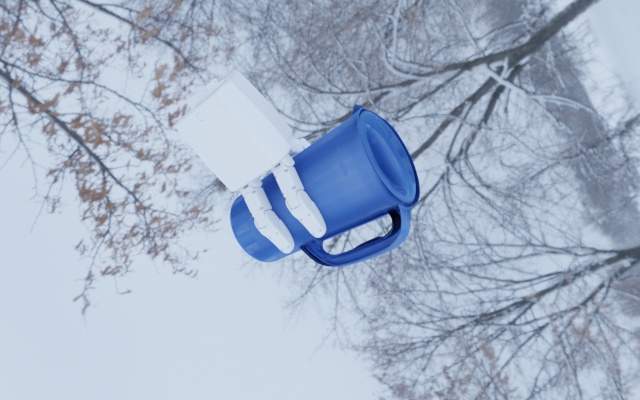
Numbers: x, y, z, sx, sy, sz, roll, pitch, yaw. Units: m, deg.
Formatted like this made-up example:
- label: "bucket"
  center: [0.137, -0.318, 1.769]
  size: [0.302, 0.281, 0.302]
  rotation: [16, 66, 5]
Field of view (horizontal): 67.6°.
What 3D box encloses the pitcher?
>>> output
- label: "pitcher"
  center: [0.000, 0.002, 0.626]
  size: [0.243, 0.145, 0.149]
  rotation: [-29, 23, 30]
